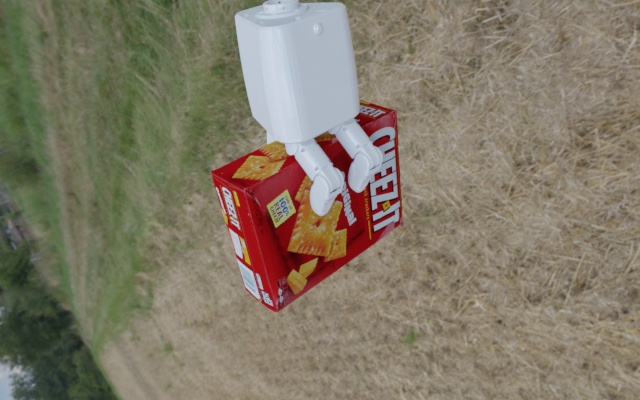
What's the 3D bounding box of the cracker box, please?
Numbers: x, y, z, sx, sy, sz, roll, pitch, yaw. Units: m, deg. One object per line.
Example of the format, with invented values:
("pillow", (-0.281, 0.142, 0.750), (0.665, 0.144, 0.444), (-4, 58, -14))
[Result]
("cracker box", (0.000, 0.002, 0.544), (0.213, 0.164, 0.072), (-30, 38, -30))
